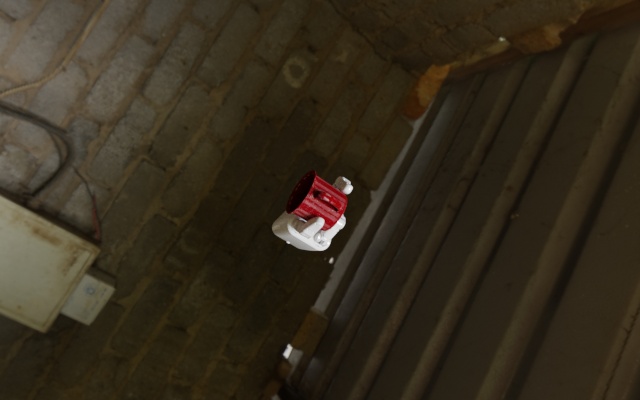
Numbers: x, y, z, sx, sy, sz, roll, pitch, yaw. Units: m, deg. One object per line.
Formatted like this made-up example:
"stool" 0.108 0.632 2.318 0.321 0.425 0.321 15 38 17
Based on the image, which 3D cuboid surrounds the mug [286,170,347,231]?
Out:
"mug" 0.001 0.003 0.876 0.081 0.093 0.117 32 -17 -19
